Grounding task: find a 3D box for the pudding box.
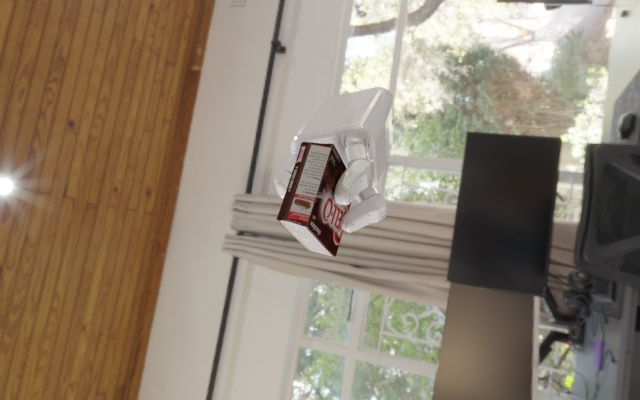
[{"bbox_3d":[0.000,0.002,0.508,0.039,0.090,0.113,9,-18,22],"label":"pudding box"}]
